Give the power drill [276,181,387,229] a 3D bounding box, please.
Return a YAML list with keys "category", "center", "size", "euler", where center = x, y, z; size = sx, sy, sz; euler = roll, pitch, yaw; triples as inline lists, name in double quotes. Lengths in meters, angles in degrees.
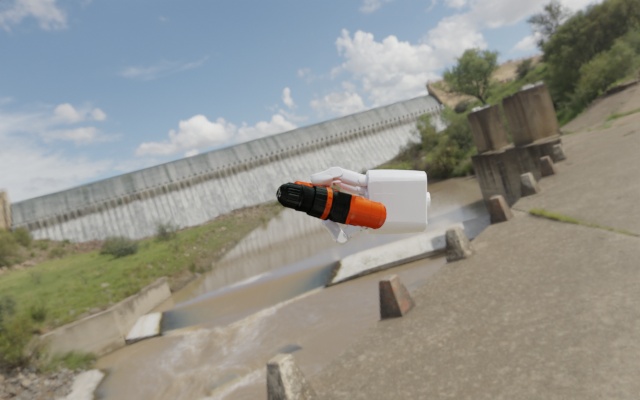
- category: "power drill"
  center: [0.000, 0.003, 0.825]
  size: [0.184, 0.057, 0.187]
  euler: [15, 2, -17]
